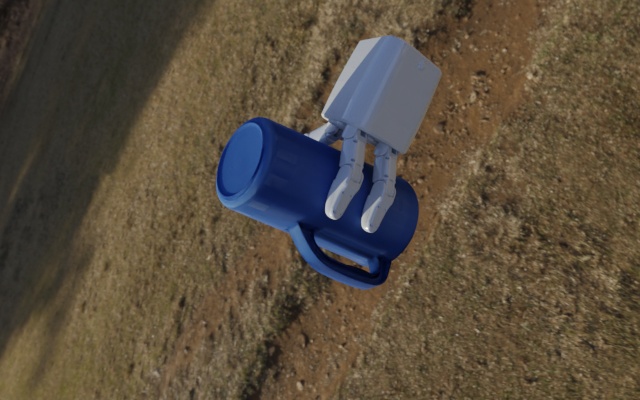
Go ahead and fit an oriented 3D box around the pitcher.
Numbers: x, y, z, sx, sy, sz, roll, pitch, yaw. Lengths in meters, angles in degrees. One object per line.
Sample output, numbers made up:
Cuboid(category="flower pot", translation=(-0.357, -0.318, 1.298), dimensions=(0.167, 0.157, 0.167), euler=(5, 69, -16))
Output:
Cuboid(category="pitcher", translation=(0.000, 0.002, 0.586), dimensions=(0.243, 0.145, 0.149), euler=(23, 8, -38))
